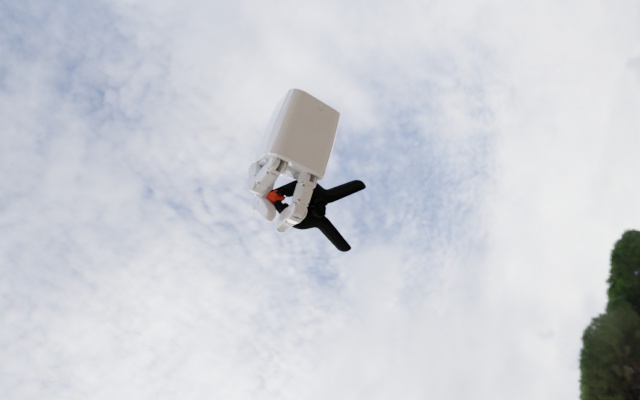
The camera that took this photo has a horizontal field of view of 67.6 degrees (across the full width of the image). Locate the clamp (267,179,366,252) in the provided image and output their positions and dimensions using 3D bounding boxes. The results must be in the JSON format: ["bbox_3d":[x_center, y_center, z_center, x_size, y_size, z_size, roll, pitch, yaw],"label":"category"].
[{"bbox_3d":[0.000,0.002,0.754,0.171,0.120,0.039,25,-14,-34],"label":"clamp"}]
